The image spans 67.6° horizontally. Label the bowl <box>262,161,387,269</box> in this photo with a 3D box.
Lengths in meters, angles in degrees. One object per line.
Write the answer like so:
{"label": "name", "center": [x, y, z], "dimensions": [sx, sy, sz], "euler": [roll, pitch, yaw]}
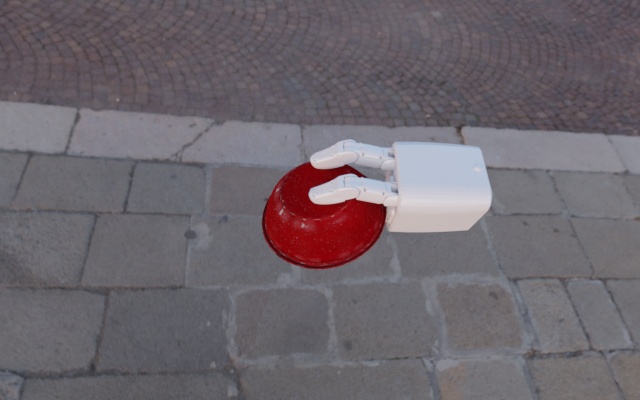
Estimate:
{"label": "bowl", "center": [-0.001, 0.002, 0.592], "dimensions": [0.162, 0.162, 0.055], "euler": [0, -37, 10]}
